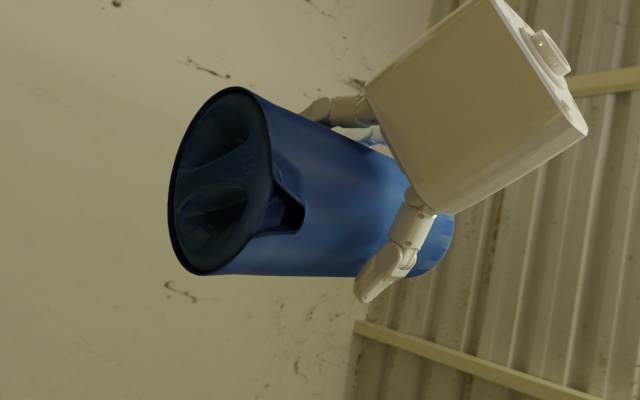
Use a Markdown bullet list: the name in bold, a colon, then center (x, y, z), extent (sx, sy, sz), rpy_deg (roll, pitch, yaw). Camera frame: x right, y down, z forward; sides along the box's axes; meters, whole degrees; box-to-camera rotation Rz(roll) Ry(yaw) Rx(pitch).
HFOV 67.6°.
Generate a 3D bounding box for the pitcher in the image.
- **pitcher**: center (0.000, 0.001, 0.415), extent (0.243, 0.149, 0.145), rpy_deg (14, -39, -43)
